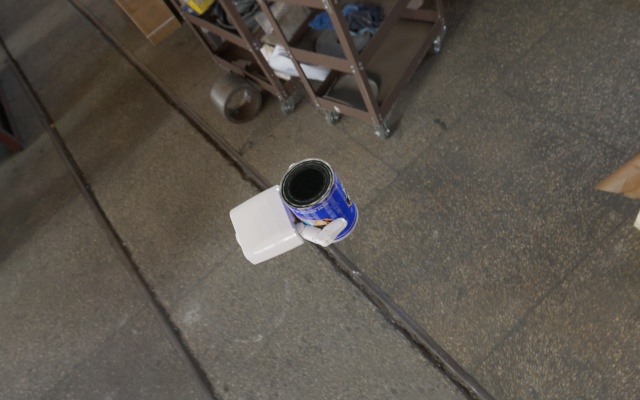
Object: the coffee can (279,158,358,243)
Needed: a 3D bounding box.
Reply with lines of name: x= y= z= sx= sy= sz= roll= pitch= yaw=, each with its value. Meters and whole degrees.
coffee can: x=0.000 y=0.003 z=0.875 sx=0.103 sy=0.102 sz=0.140 roll=0 pitch=-29 yaw=24
